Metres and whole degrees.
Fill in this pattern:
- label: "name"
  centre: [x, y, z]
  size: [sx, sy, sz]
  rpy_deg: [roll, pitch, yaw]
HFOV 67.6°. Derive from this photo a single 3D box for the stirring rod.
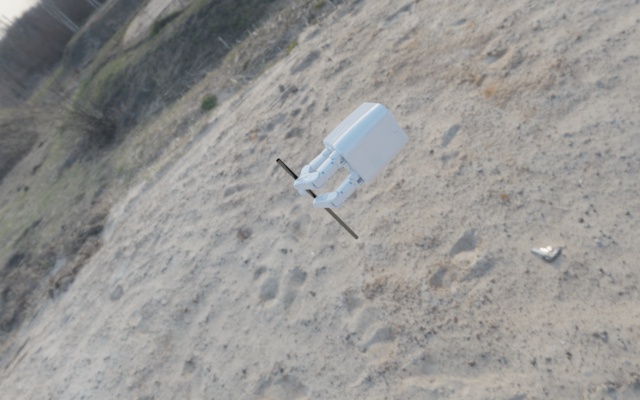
- label: "stirring rod"
  centre: [0.000, 0.003, 0.852]
  size: [0.011, 0.011, 0.240]
  rpy_deg: [0, -35, 46]
